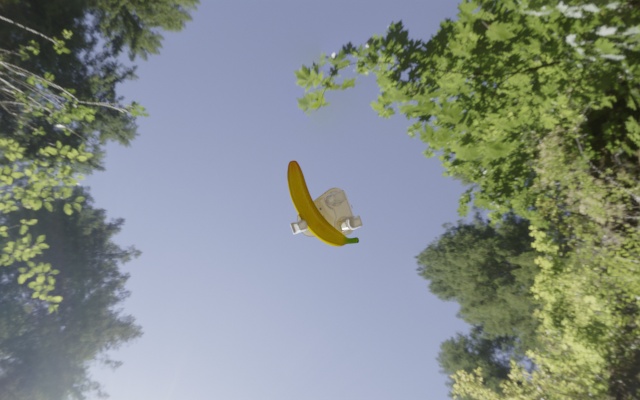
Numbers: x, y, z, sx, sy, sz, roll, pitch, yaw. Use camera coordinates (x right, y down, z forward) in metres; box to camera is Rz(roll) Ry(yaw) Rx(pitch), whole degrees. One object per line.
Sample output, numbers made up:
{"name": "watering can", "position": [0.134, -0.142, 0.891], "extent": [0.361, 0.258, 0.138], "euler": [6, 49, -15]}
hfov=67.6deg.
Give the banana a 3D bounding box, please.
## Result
{"name": "banana", "position": [-0.011, 0.017, 0.897], "extent": [0.070, 0.198, 0.037], "euler": [-42, -7, 19]}
